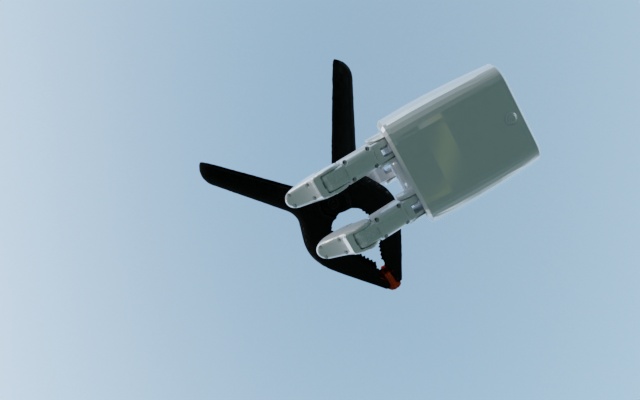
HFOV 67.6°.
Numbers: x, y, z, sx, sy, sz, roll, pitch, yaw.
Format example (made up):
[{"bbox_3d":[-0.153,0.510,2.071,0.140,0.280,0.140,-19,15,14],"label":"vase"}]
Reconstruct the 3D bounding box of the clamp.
[{"bbox_3d":[0.001,0.002,0.445,0.164,0.210,0.036,-29,9,6],"label":"clamp"}]
